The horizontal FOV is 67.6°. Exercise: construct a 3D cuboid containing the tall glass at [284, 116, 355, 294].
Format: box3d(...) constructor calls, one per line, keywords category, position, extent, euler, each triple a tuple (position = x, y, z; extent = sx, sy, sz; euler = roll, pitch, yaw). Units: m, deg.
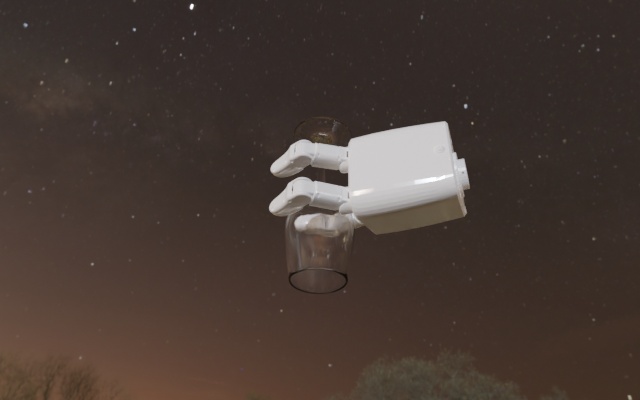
box3d(category="tall glass", position=(0.000, 0.001, 0.548), extent=(0.079, 0.201, 0.079), euler=(1, -34, 1))
